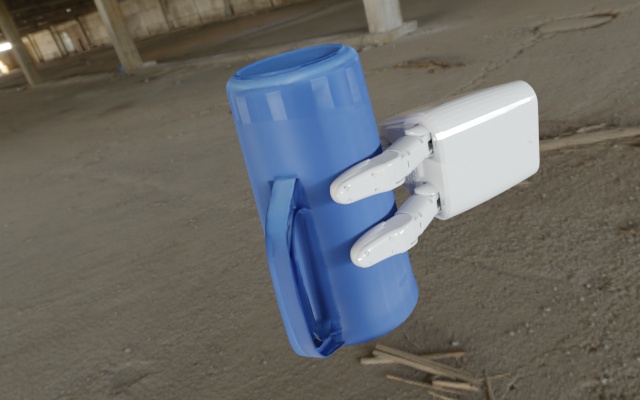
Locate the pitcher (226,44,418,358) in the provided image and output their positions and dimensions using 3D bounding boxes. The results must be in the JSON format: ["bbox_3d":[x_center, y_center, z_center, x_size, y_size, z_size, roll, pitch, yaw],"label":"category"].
[{"bbox_3d":[0.000,0.001,0.414,0.145,0.243,0.149,-22,26,-15],"label":"pitcher"}]
